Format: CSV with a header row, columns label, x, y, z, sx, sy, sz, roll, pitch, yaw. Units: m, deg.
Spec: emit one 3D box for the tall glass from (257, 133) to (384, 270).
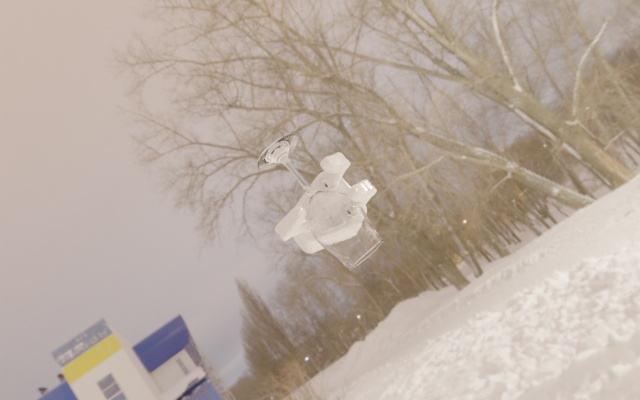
label,x,y,z,sx,sy,sz,roll,pitch,yaw
tall glass,0.000,0.002,0.672,0.079,0.201,0.079,-38,-14,-11
